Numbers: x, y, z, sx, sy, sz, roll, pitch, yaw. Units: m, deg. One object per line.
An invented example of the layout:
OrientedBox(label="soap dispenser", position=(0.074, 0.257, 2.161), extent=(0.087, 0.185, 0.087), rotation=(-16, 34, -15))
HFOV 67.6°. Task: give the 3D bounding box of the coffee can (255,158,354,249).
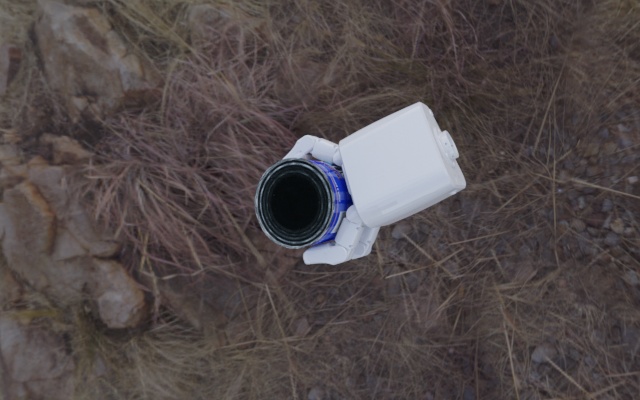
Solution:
OrientedBox(label="coffee can", position=(0.000, 0.002, 0.593), extent=(0.103, 0.103, 0.140), rotation=(0, 1, 27))
